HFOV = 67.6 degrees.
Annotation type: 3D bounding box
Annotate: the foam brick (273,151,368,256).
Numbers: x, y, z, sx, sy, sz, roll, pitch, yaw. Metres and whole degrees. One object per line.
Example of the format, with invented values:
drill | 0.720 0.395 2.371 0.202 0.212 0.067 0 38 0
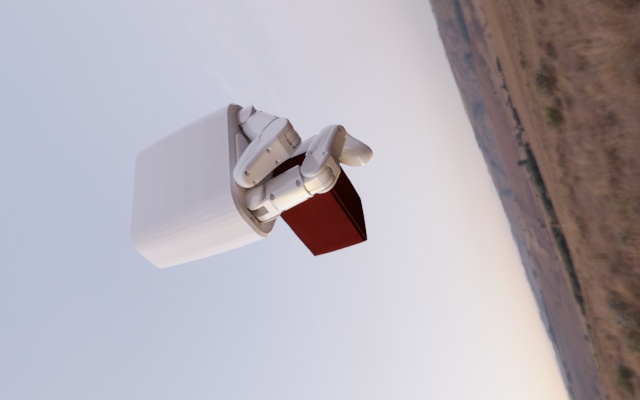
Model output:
foam brick | 0.000 0.002 0.412 0.051 0.053 0.078 -21 -49 17
